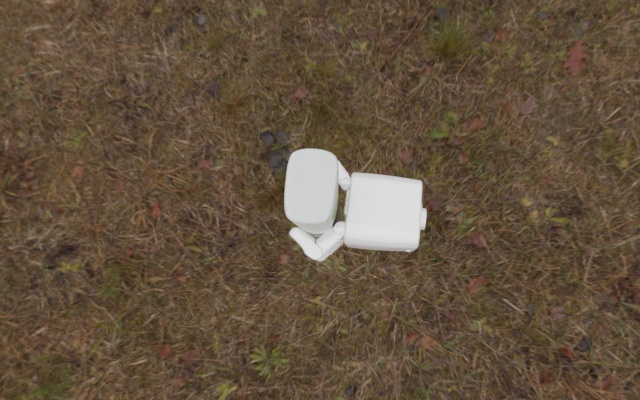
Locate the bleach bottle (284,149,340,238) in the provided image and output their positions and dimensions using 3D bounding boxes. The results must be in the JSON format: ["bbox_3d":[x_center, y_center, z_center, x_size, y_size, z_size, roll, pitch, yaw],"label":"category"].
[{"bbox_3d":[0.000,0.002,0.727,0.068,0.102,0.251,5,-8,7],"label":"bleach bottle"}]
